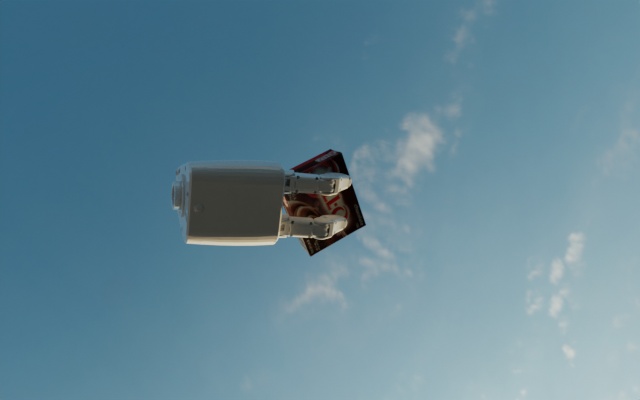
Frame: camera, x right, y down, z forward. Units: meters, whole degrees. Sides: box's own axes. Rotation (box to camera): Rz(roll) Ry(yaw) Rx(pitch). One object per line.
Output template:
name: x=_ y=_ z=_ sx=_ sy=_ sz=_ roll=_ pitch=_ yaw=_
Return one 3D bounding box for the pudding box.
pudding box: x=0.000 y=0.002 z=0.621 sx=0.090 sy=0.113 sz=0.039 roll=-28 pitch=27 yaw=-15
